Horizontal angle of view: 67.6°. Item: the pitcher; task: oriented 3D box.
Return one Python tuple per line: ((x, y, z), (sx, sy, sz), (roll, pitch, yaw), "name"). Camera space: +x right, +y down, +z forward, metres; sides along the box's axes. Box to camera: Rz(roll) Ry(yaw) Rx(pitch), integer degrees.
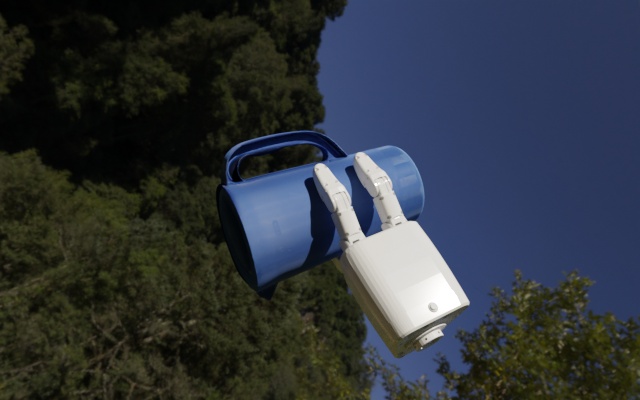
((0.000, 0.002, 0.588), (0.243, 0.145, 0.149), (-19, -33, -21), "pitcher")
